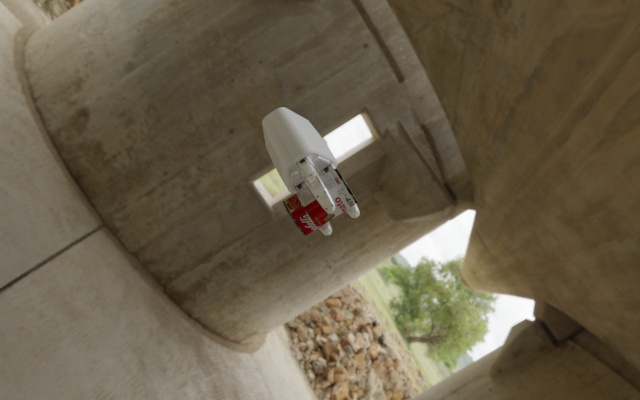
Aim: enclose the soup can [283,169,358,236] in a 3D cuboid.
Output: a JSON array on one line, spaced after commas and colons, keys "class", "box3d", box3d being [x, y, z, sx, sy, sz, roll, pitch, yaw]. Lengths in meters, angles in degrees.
[{"class": "soup can", "box3d": [0.001, 0.003, 0.770, 0.102, 0.068, 0.068, -32, -2, 3]}]
